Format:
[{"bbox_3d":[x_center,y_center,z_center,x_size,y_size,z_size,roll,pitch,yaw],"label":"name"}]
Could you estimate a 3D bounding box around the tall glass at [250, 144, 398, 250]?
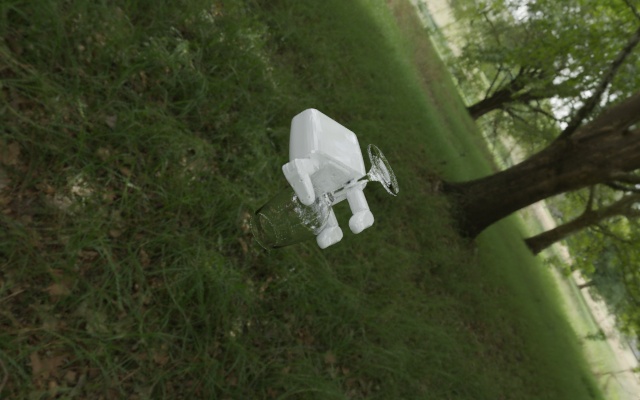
[{"bbox_3d":[0.001,0.002,0.652,0.201,0.079,0.079,-27,-11,22],"label":"tall glass"}]
